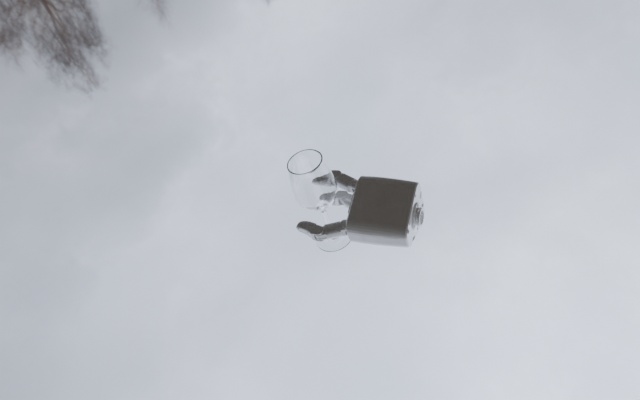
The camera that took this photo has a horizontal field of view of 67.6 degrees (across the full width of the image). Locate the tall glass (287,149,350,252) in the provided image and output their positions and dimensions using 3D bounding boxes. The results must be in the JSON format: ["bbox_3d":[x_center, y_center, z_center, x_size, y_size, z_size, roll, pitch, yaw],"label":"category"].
[{"bbox_3d":[0.000,0.003,0.855,0.079,0.079,0.201,0,-42,22],"label":"tall glass"}]
